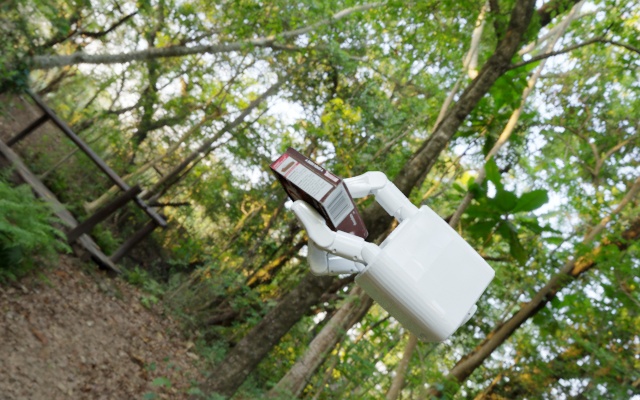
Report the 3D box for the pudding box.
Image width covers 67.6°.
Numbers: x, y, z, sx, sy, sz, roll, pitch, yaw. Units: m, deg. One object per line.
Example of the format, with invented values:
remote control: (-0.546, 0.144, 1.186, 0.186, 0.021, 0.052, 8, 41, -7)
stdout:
pudding box: (0.000, 0.002, 0.541, 0.090, 0.039, 0.114, 35, -18, 36)
